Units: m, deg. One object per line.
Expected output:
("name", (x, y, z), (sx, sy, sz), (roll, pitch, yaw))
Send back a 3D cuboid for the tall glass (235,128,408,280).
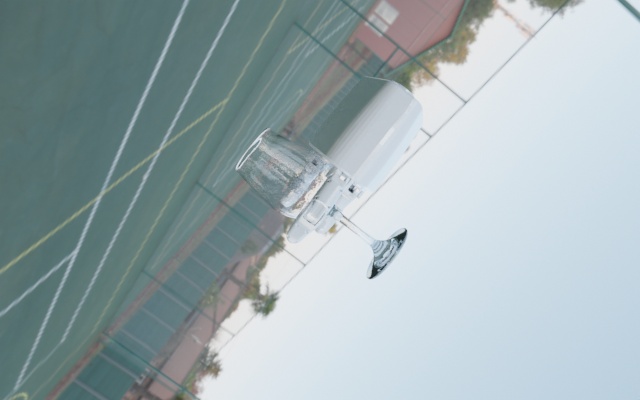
("tall glass", (0.001, 0.002, 0.551), (0.201, 0.079, 0.079), (37, -4, -5))
